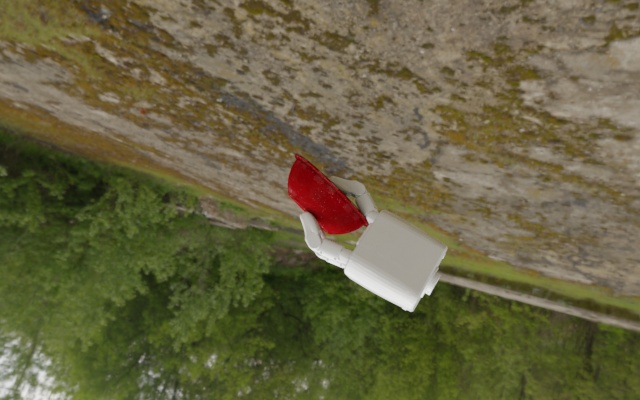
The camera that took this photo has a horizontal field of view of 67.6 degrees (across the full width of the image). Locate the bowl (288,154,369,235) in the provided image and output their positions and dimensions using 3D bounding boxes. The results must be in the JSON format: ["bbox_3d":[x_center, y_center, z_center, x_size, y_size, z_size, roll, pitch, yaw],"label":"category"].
[{"bbox_3d":[-0.001,0.002,0.743,0.162,0.055,0.162,44,-3,3],"label":"bowl"}]
